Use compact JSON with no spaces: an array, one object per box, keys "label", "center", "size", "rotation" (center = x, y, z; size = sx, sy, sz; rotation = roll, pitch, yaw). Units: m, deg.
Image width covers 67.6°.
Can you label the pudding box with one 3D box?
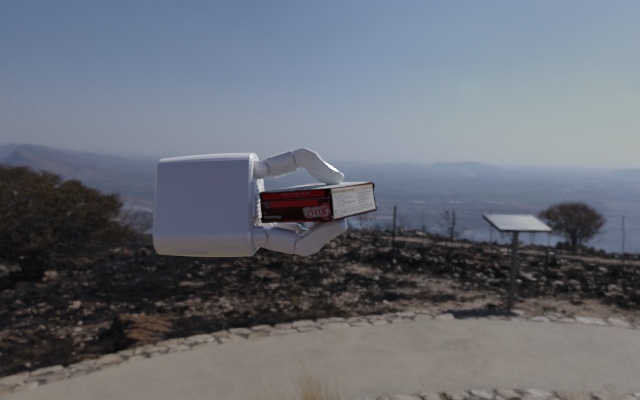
[{"label":"pudding box","center":[0.000,0.002,0.533],"size":[0.090,0.039,0.113],"rotation":[-2,6,30]}]
